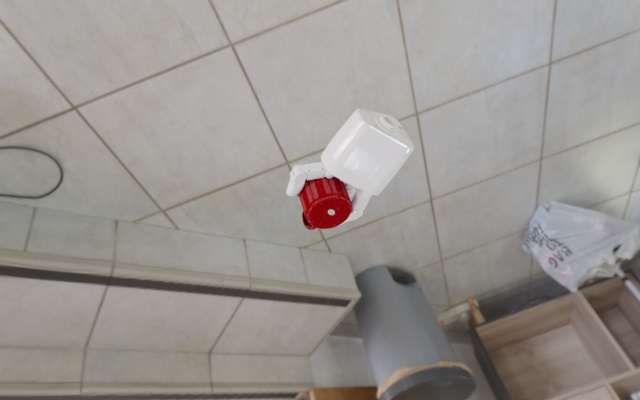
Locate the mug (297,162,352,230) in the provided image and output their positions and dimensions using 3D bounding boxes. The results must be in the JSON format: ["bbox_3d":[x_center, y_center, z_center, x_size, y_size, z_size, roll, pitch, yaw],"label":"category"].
[{"bbox_3d":[-0.001,0.004,0.828,0.093,0.117,0.081,15,37,-30],"label":"mug"}]
